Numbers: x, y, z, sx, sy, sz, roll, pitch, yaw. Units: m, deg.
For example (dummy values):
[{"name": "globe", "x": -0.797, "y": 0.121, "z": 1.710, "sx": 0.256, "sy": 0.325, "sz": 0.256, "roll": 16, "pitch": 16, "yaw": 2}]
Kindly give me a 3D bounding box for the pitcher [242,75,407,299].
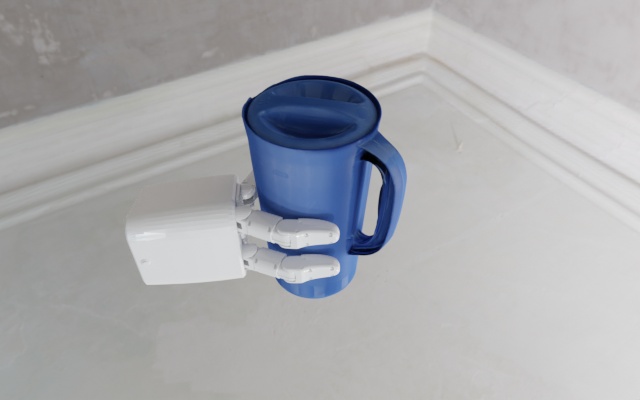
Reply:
[{"name": "pitcher", "x": 0.000, "y": 0.002, "z": 0.524, "sx": 0.145, "sy": 0.243, "sz": 0.149, "roll": -5, "pitch": 43, "yaw": -5}]
